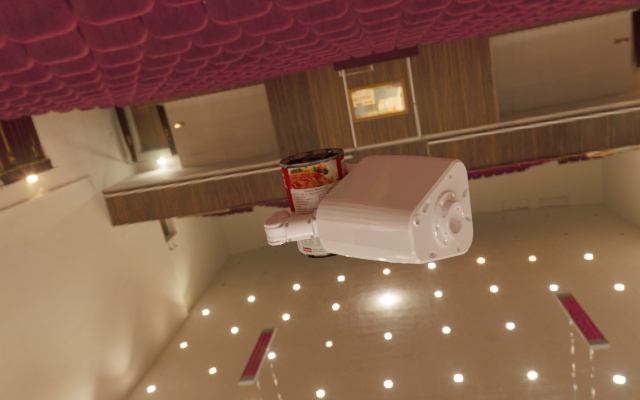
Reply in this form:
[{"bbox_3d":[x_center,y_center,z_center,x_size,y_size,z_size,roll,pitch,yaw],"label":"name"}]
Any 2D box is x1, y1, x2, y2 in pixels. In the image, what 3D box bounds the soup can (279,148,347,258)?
[{"bbox_3d":[0.000,0.002,0.508,0.068,0.102,0.068,-10,16,3],"label":"soup can"}]
